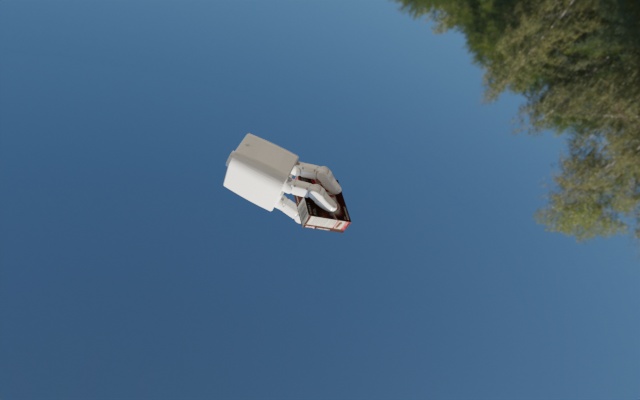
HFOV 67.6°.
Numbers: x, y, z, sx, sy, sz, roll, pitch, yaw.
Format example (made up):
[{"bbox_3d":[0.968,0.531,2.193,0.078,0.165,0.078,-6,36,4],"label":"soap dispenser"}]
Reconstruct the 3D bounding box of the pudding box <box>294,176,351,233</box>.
[{"bbox_3d":[0.000,0.003,0.897,0.090,0.113,0.039,9,-44,-27],"label":"pudding box"}]
